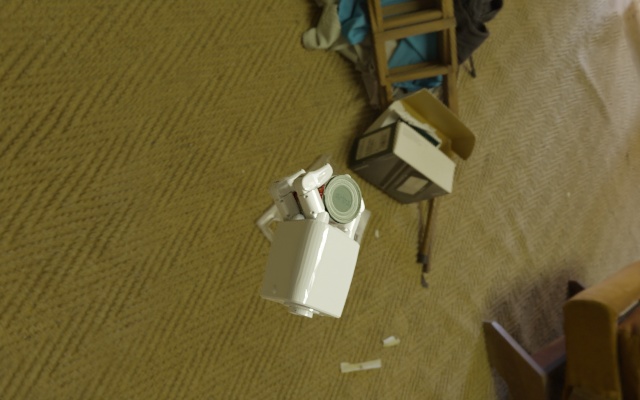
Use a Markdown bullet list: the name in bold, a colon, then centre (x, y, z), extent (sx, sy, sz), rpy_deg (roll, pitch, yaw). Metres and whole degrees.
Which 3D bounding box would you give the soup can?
- **soup can**: centre (0.001, 0.002, 0.671), extent (0.068, 0.068, 0.102), rpy_deg (0, -5, -38)
